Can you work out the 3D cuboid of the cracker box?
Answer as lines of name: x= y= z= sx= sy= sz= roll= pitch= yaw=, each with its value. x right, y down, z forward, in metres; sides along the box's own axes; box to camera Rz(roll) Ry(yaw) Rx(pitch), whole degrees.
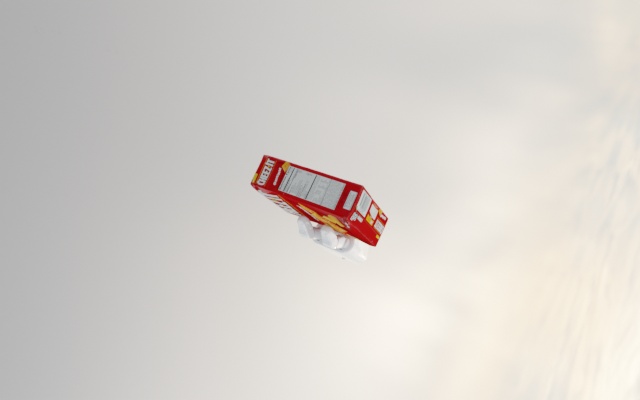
cracker box: x=0.000 y=0.003 z=0.885 sx=0.213 sy=0.072 sz=0.164 roll=19 pitch=-12 yaw=29
